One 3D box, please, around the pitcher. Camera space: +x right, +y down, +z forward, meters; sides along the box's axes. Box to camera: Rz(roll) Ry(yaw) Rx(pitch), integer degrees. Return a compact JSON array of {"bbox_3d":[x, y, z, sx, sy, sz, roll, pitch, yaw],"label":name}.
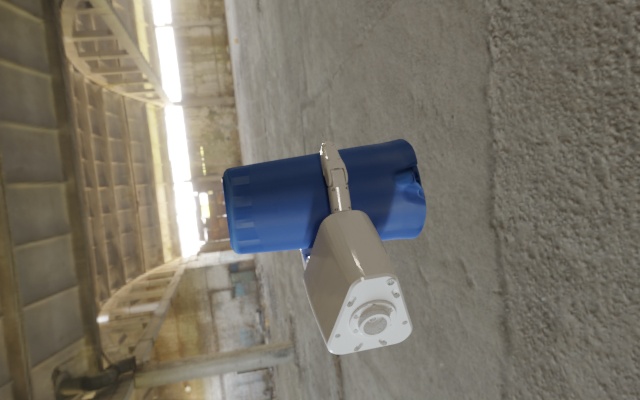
[{"bbox_3d":[0.000,0.002,0.622,0.243,0.149,0.145,-7,36,-12],"label":"pitcher"}]
